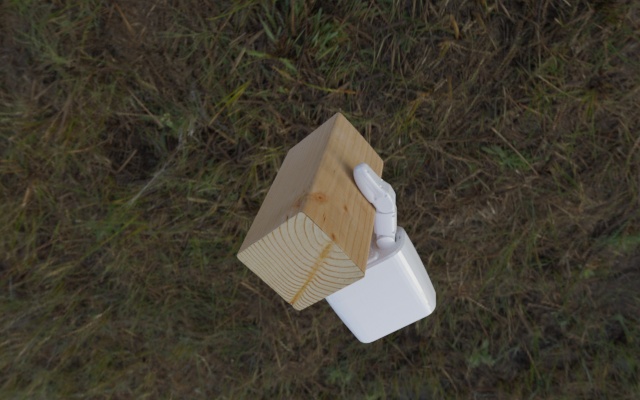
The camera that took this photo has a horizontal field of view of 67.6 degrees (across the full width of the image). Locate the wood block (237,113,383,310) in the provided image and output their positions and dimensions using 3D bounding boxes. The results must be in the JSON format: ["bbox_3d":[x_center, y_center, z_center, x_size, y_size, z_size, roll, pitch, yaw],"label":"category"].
[{"bbox_3d":[0.001,0.002,0.519,0.091,0.090,0.206,-33,22,30],"label":"wood block"}]
